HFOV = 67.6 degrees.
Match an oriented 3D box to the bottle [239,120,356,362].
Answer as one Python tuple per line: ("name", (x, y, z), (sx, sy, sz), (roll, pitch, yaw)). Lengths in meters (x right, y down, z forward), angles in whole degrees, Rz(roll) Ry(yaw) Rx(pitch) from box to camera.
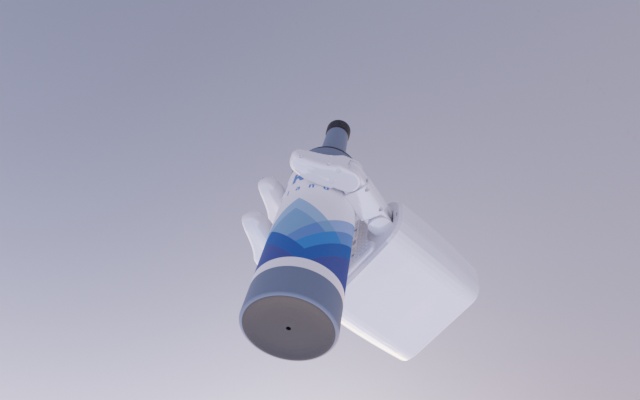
("bottle", (0.000, 0.001, 0.428), (0.069, 0.069, 0.295), (0, 34, 10))
